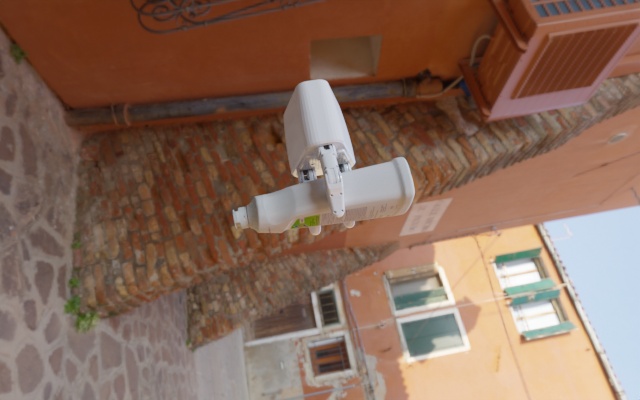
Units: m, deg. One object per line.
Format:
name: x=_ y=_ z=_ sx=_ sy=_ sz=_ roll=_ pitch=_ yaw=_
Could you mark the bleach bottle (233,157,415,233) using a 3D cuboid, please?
bleach bottle: x=0.000 y=0.002 z=0.685 sx=0.251 sy=0.068 sz=0.103 roll=-10 pitch=-22 yaw=-5
